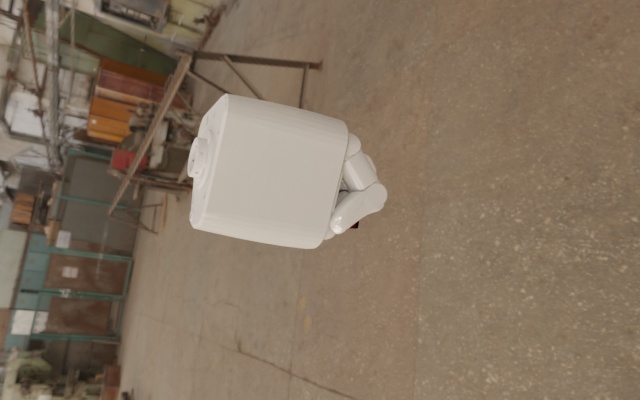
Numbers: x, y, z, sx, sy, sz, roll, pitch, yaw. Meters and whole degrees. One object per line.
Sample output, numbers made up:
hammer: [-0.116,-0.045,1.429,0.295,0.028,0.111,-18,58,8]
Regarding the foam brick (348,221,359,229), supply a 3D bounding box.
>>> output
foam brick: [0.000,0.002,0.488,0.051,0.053,0.078,11,-11,-26]
